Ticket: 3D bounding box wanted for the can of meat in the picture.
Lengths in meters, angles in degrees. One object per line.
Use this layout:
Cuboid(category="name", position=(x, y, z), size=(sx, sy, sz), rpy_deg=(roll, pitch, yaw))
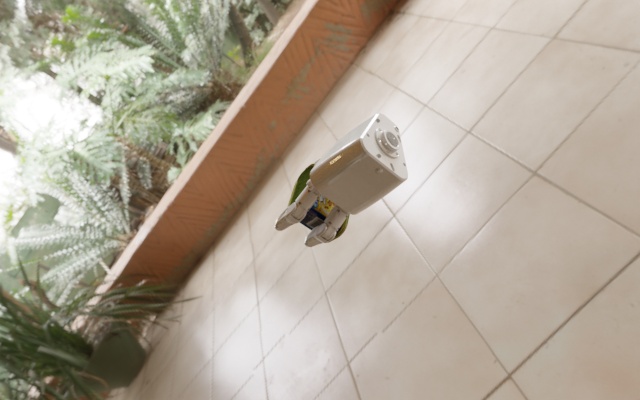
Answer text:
Cuboid(category="can of meat", position=(0.000, 0.002, 0.764), size=(0.084, 0.102, 0.057), rpy_deg=(35, -43, -23))
